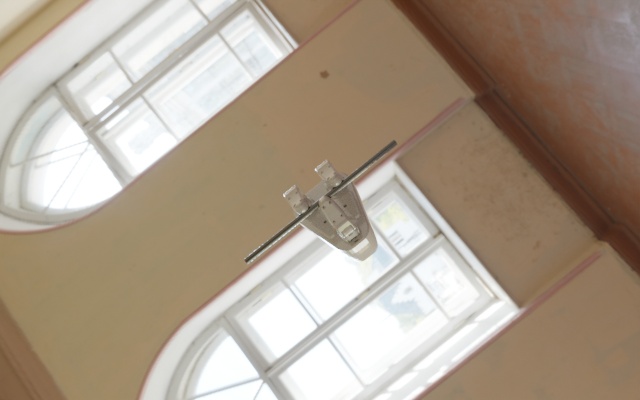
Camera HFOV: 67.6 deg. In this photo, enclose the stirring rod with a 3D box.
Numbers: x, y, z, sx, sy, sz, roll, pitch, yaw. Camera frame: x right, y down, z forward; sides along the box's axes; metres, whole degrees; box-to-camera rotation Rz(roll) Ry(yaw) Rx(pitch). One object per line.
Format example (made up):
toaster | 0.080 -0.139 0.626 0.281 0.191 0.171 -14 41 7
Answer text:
stirring rod | 0.000 0.002 0.600 0.239 0.011 0.011 -39 -1 1
